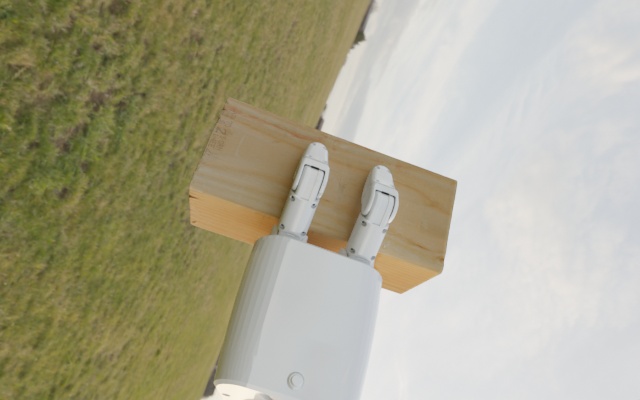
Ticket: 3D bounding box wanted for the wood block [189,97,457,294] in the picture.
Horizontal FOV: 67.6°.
[{"bbox_3d":[0.000,0.002,0.421,0.206,0.090,0.091,20,-26,-6],"label":"wood block"}]
